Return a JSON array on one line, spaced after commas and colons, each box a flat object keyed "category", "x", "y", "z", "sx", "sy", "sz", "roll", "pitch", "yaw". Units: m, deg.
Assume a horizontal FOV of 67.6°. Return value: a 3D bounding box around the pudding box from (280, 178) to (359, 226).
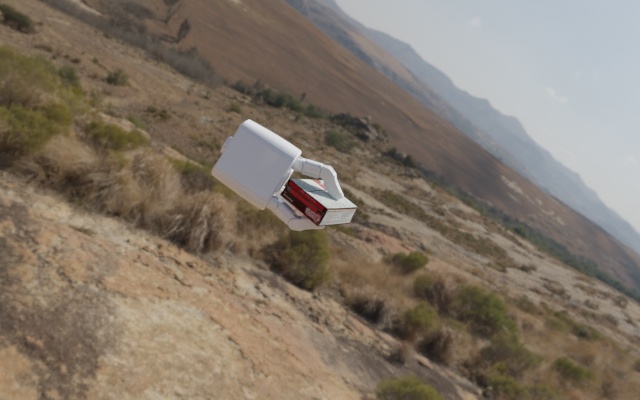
[{"category": "pudding box", "x": 0.000, "y": 0.002, "z": 0.803, "sx": 0.090, "sy": 0.039, "sz": 0.113, "roll": 40, "pitch": 21, "yaw": 25}]
